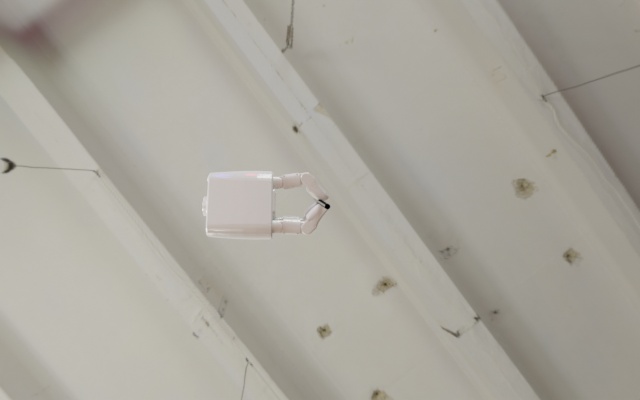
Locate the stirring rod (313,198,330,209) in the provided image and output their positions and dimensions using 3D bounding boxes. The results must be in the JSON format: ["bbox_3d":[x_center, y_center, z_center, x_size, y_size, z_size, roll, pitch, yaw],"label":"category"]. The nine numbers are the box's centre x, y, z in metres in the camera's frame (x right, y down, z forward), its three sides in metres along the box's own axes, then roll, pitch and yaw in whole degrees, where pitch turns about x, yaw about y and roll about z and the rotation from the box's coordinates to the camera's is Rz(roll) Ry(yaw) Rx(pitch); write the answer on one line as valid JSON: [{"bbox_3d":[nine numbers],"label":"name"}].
[{"bbox_3d":[0.000,0.003,0.785,0.011,0.011,0.239,0,3,-5],"label":"stirring rod"}]
